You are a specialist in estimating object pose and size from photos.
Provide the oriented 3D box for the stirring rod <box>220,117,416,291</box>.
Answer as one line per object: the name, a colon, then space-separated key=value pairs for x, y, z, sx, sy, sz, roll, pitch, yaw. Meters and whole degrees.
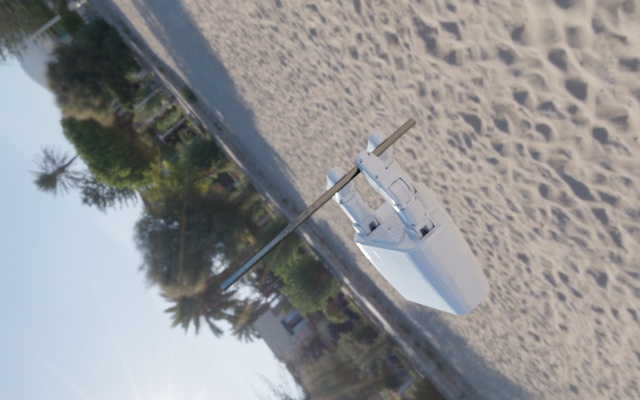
stirring rod: x=0.000 y=0.001 z=0.450 sx=0.239 sy=0.011 sz=0.011 roll=-41 pitch=5 yaw=-6
